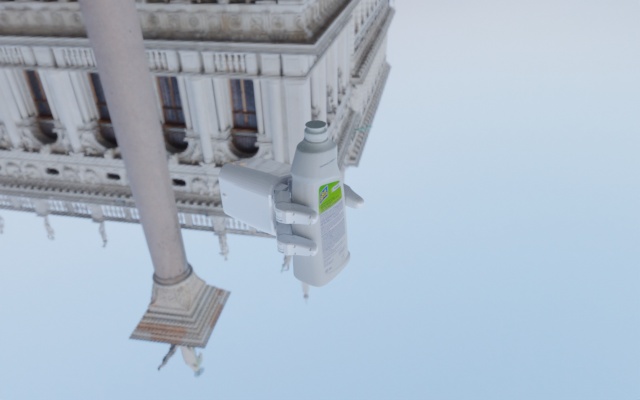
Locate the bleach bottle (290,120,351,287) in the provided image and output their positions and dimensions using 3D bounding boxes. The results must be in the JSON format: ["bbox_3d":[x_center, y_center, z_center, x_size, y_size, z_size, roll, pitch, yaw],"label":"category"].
[{"bbox_3d":[0.000,0.002,0.698,0.068,0.251,0.102,18,37,27],"label":"bleach bottle"}]
